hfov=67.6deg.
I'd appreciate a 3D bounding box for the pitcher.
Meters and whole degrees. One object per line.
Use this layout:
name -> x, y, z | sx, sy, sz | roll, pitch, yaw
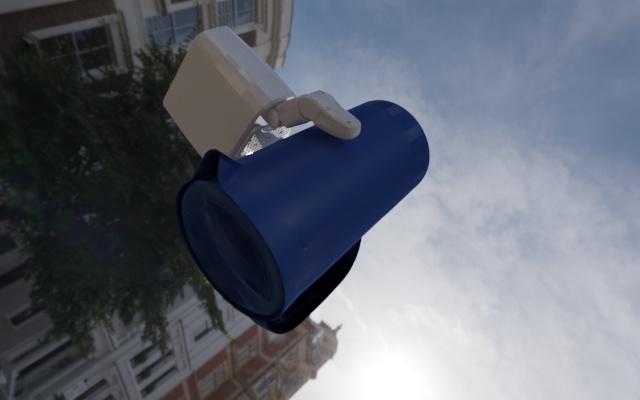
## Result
pitcher -> 0.000, 0.001, 0.459 | 0.242, 0.145, 0.149 | -34, -14, -37
